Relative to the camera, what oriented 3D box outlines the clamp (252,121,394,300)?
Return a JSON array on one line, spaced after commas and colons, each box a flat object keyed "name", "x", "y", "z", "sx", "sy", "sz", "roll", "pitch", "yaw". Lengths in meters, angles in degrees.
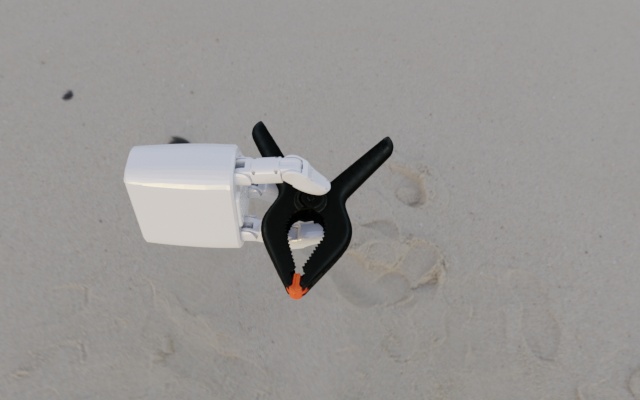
[{"name": "clamp", "x": 0.000, "y": 0.002, "z": 0.512, "sx": 0.164, "sy": 0.209, "sz": 0.036, "roll": 1, "pitch": -30, "yaw": 1}]
